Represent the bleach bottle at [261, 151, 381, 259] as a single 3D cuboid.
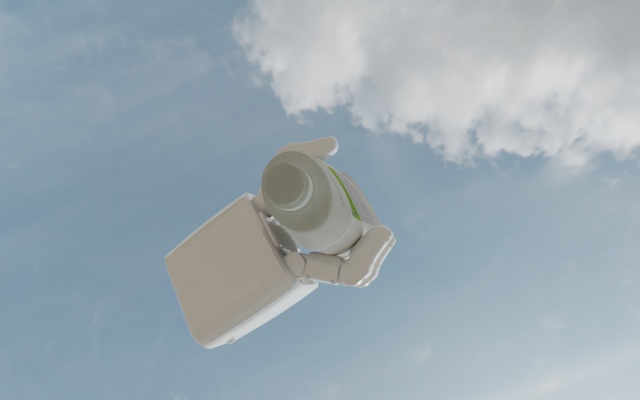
[{"bbox_3d":[0.000,0.001,0.434,0.068,0.102,0.251,-35,-15,6],"label":"bleach bottle"}]
